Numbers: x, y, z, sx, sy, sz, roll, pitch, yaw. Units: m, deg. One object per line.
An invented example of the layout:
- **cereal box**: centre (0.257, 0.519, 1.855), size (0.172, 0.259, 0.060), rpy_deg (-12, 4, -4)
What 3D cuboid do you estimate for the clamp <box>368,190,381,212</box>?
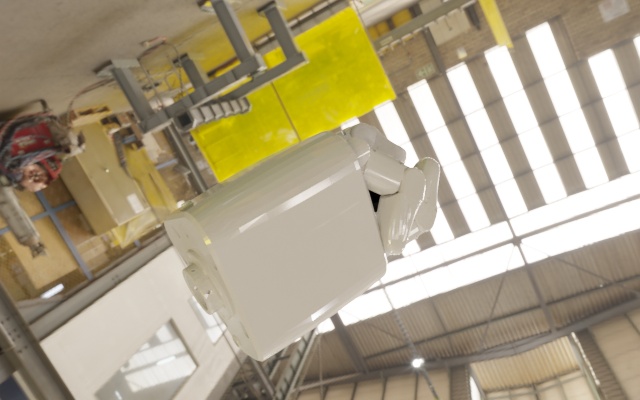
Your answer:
- **clamp**: centre (0.000, 0.002, 0.414), size (0.120, 0.039, 0.171), rpy_deg (-31, 10, -26)
